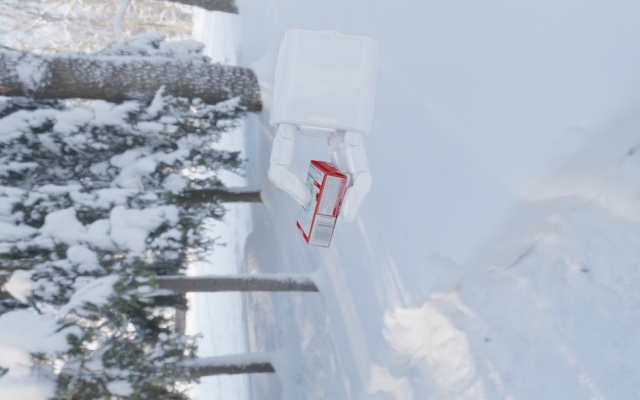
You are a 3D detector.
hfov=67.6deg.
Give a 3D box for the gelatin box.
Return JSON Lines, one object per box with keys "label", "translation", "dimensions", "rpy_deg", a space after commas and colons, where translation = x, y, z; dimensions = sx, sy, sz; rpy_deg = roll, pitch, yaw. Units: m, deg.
{"label": "gelatin box", "translation": [0.000, 0.002, 0.570], "dimensions": [0.030, 0.089, 0.073], "rpy_deg": [11, 12, -17]}
